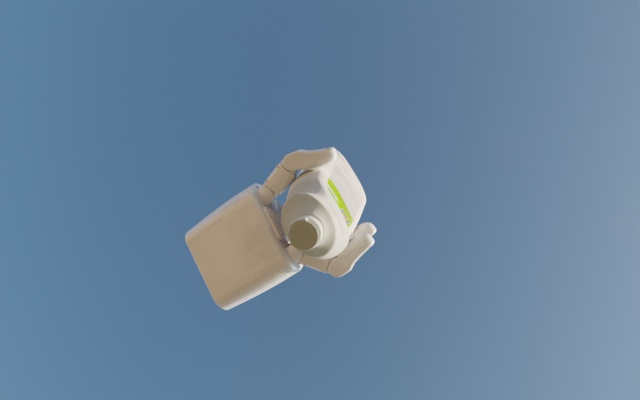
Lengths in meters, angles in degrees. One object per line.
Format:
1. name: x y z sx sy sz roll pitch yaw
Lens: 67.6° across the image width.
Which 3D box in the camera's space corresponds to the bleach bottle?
1. bleach bottle: 0.000 0.002 0.549 0.068 0.102 0.251 -32 4 14
